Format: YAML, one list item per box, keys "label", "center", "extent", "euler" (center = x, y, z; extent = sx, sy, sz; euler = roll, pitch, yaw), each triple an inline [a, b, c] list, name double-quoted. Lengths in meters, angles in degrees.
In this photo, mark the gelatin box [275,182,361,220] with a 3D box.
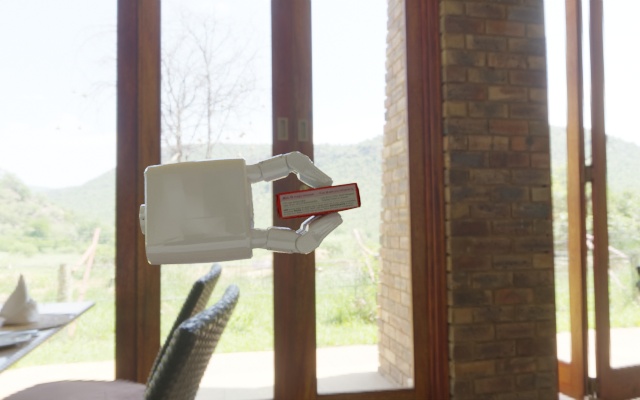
- label: "gelatin box"
  center: [0.000, 0.001, 0.529]
  extent: [0.089, 0.030, 0.073]
  euler: [-9, -2, 5]
